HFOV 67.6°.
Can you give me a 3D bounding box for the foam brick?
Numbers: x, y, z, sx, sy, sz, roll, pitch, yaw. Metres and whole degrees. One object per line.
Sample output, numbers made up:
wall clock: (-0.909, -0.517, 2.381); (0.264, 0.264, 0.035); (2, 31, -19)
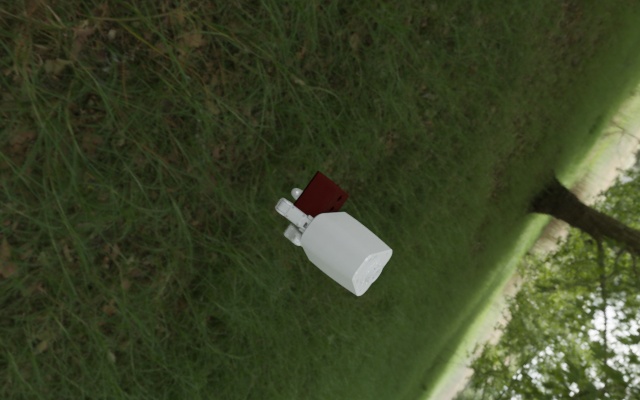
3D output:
foam brick: (0.000, 0.002, 0.775); (0.051, 0.078, 0.053); (36, 1, 25)
